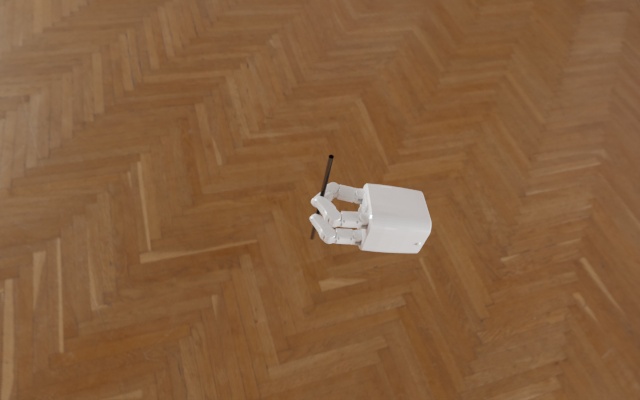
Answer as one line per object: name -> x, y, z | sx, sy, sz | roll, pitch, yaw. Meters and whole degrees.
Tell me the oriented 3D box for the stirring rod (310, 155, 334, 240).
stirring rod -> 0.000, 0.003, 0.821 | 0.011, 0.011, 0.240 | 0, -35, -9
